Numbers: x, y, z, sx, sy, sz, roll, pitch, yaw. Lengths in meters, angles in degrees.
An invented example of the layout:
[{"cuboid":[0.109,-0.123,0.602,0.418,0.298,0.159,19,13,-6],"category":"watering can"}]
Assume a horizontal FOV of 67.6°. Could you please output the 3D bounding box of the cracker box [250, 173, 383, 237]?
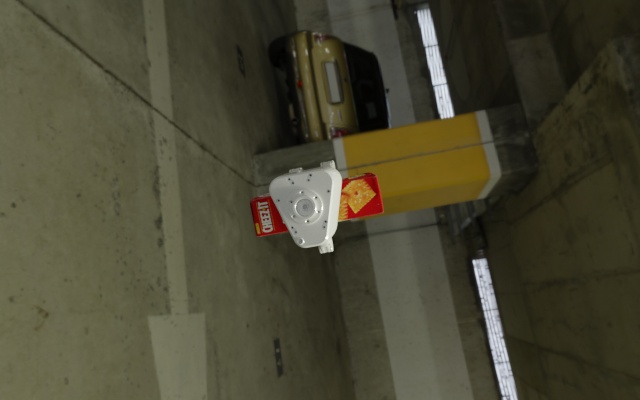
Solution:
[{"cuboid":[0.000,0.003,0.849,0.214,0.072,0.164,-10,3,7],"category":"cracker box"}]
